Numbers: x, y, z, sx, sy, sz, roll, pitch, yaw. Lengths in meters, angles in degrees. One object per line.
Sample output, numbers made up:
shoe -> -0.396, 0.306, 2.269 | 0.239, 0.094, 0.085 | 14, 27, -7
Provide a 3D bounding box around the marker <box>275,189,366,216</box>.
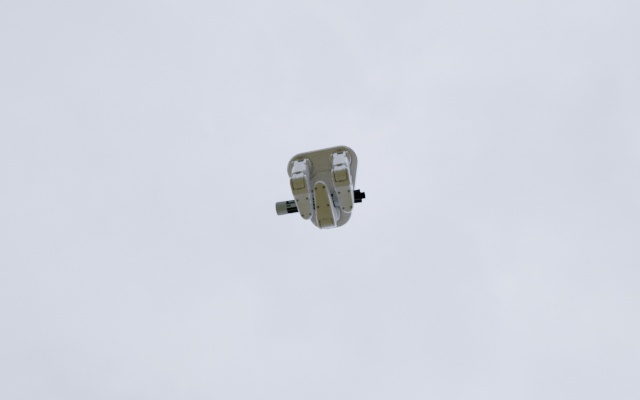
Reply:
marker -> 0.000, 0.002, 0.638 | 0.121, 0.020, 0.020 | -9, -1, 7
